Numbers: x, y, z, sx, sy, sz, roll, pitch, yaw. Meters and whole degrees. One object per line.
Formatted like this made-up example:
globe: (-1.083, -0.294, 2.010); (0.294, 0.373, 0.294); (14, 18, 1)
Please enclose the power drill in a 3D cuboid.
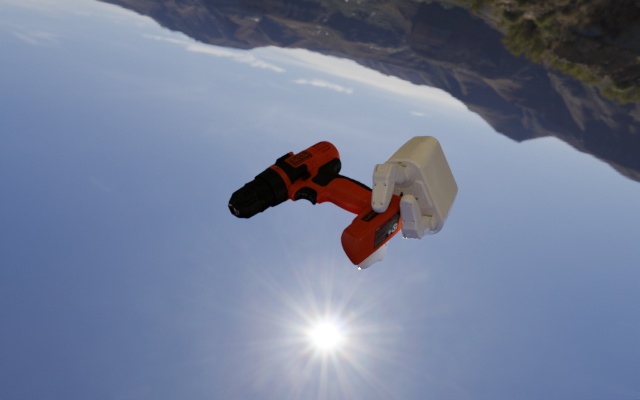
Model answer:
power drill: (0.001, 0.002, 0.618); (0.184, 0.057, 0.187); (-34, 54, -31)
